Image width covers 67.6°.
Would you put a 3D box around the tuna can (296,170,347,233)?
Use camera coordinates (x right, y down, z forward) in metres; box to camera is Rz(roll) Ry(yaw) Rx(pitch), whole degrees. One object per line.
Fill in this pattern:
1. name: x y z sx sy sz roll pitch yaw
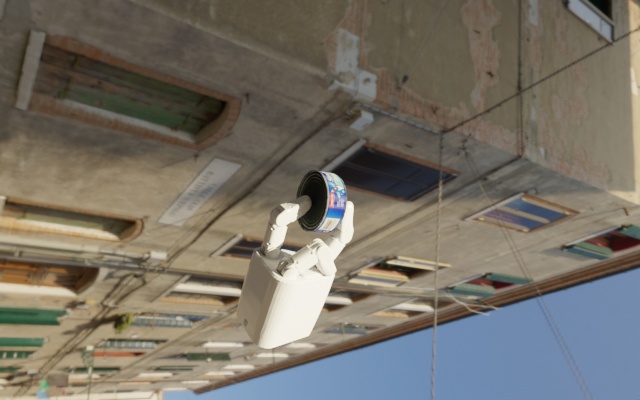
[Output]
1. tuna can: 0.001 0.002 0.666 0.034 0.086 0.086 7 -4 -32
